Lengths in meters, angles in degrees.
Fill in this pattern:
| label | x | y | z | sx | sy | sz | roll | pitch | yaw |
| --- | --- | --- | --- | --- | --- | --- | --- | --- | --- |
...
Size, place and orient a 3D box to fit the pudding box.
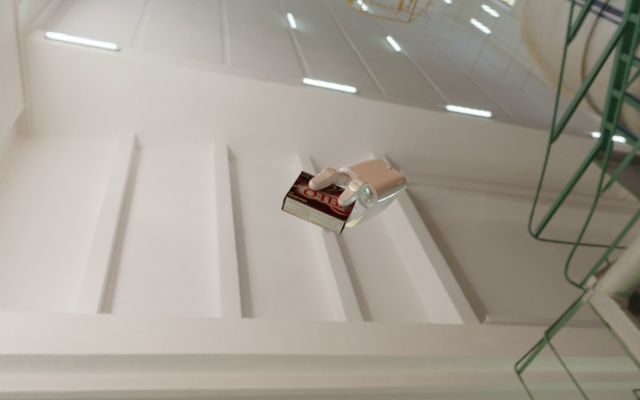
| label | x | y | z | sx | sy | sz | roll | pitch | yaw |
| --- | --- | --- | --- | --- | --- | --- | --- | --- | --- |
| pudding box | 0.000 | 0.003 | 0.828 | 0.113 | 0.039 | 0.090 | 21 | 35 | 5 |
